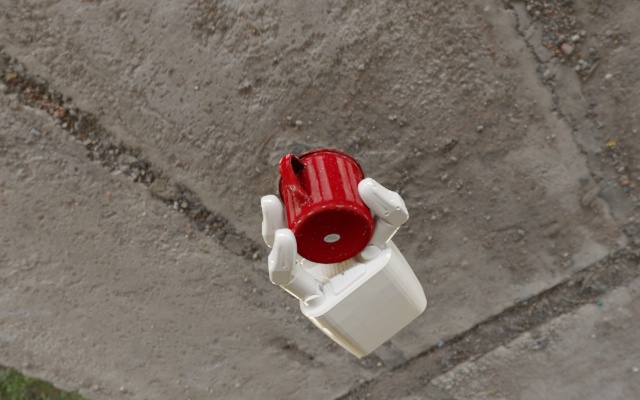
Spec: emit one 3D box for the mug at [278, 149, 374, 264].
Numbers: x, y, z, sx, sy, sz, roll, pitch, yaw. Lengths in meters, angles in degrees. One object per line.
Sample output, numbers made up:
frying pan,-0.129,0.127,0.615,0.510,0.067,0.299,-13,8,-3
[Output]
mug,-0.001,0.001,0.470,0.093,0.081,0.117,-30,-53,15
